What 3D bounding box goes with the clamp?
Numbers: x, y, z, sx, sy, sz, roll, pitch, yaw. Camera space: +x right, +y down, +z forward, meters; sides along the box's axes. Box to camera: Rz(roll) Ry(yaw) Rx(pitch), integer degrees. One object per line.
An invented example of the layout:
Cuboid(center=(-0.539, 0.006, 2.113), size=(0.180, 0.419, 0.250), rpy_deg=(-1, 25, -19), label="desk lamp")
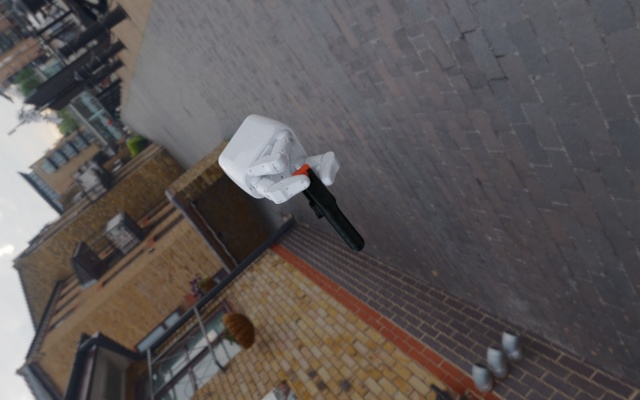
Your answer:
Cuboid(center=(0.000, 0.003, 0.744), size=(0.039, 0.172, 0.120), rpy_deg=(-44, 38, -14), label="clamp")
